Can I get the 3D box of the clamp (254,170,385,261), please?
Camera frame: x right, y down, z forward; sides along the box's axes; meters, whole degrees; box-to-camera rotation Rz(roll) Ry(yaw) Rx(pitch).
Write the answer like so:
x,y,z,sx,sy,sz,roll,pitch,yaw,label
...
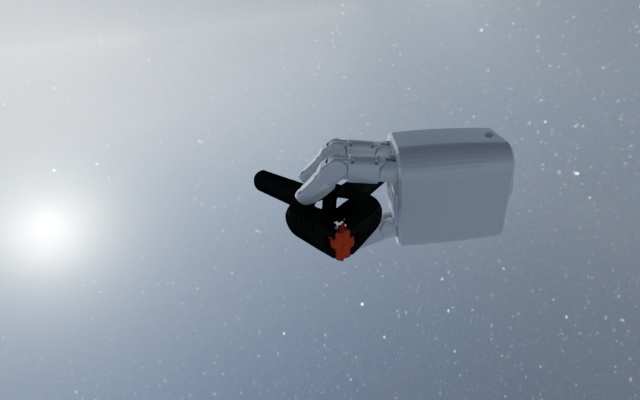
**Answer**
x,y,z,sx,sy,sz,roll,pitch,yaw,label
0.000,0.003,0.501,0.164,0.036,0.210,-3,22,3,clamp
